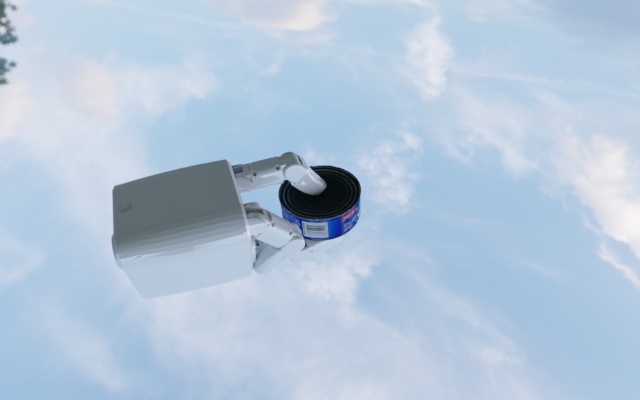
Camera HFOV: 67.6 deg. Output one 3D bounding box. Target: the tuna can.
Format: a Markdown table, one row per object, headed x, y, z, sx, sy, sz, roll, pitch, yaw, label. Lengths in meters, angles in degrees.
| x | y | z | sx | sy | sz | roll | pitch | yaw | label |
| --- | --- | --- | --- | --- | --- | --- | --- | --- | --- |
| 0.000 | 0.002 | 0.503 | 0.086 | 0.034 | 0.086 | -3 | 42 | 2 | tuna can |
